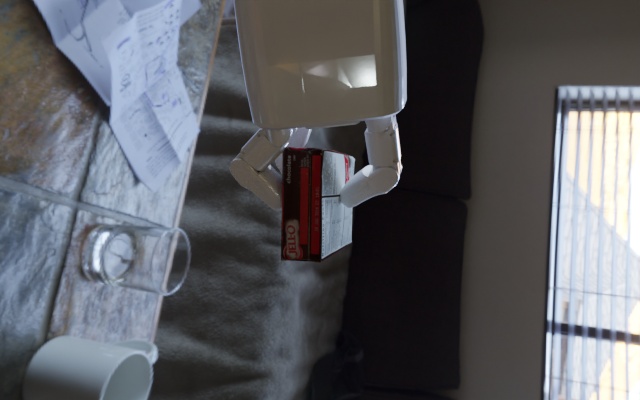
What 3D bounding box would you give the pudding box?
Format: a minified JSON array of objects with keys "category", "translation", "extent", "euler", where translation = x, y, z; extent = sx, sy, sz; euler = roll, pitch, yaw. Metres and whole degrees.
[{"category":"pudding box","translation":[0.000,0.001,0.419],"extent":[0.039,0.090,0.113],"euler":[3,3,18]}]
